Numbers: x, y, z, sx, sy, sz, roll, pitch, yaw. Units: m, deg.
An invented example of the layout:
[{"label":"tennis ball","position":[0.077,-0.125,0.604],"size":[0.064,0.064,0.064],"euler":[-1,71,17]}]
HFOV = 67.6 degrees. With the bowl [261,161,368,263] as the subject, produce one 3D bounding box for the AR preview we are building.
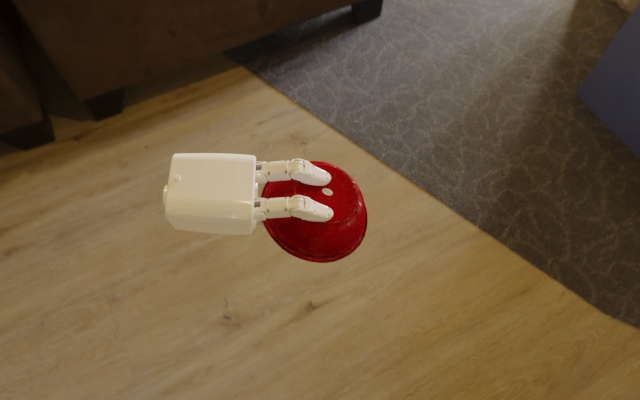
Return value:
[{"label":"bowl","position":[0.001,0.002,0.664],"size":[0.162,0.162,0.055],"euler":[0,-28,-20]}]
